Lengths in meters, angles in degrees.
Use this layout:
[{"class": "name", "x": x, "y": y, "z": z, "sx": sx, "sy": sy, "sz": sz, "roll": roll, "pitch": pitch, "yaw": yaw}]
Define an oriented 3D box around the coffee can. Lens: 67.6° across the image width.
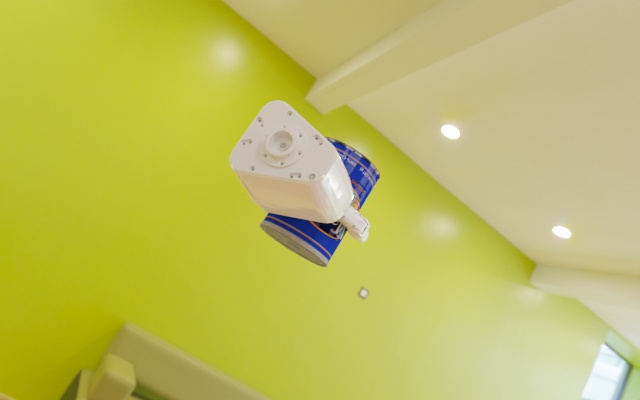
[{"class": "coffee can", "x": 0.000, "y": 0.002, "z": 0.632, "sx": 0.103, "sy": 0.140, "sz": 0.103, "roll": 30, "pitch": -13, "yaw": 8}]
